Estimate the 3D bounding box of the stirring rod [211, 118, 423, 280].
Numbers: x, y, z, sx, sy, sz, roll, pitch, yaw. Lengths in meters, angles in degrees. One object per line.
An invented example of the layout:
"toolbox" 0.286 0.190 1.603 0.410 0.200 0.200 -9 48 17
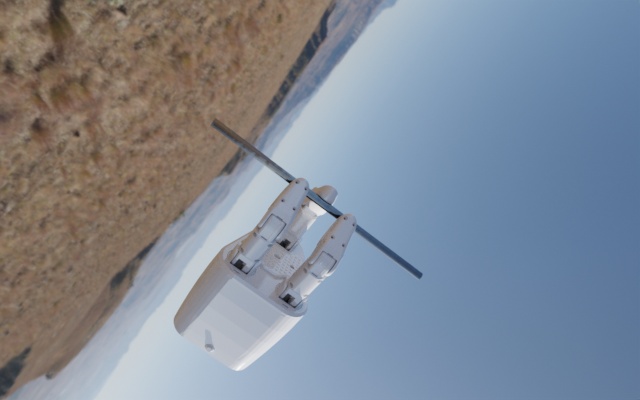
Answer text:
"stirring rod" 0.000 0.001 0.441 0.239 0.011 0.011 37 -6 -8
